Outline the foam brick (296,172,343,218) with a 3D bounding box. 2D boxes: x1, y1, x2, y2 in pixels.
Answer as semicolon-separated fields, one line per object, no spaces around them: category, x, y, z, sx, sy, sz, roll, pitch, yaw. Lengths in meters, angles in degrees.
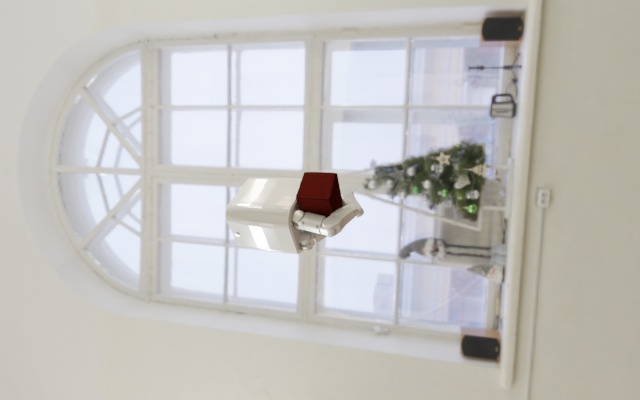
foam brick;0.000;0.002;0.707;0.051;0.053;0.078;5;-39;16
